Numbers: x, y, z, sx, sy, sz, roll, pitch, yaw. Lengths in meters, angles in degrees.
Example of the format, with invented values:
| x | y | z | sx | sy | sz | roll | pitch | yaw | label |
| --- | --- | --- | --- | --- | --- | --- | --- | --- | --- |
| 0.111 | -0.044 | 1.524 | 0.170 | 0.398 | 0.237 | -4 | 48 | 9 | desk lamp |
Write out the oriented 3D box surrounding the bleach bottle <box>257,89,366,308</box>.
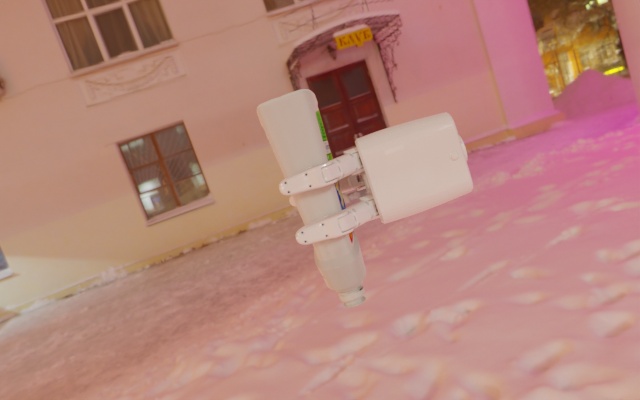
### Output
| x | y | z | sx | sy | sz | roll | pitch | yaw | label |
| --- | --- | --- | --- | --- | --- | --- | --- | --- | --- |
| 0.000 | 0.002 | 0.558 | 0.068 | 0.251 | 0.102 | -19 | 7 | 5 | bleach bottle |
